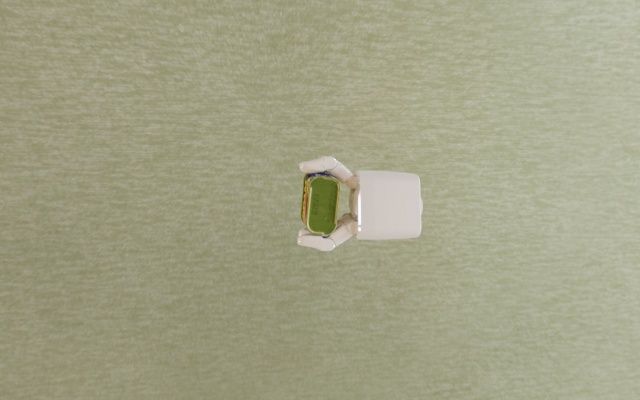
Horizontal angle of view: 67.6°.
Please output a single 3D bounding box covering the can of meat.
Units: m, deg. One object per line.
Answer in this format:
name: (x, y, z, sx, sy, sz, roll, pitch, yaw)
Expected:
can of meat: (0.000, 0.003, 0.802, 0.057, 0.102, 0.084, 4, 9, -7)
